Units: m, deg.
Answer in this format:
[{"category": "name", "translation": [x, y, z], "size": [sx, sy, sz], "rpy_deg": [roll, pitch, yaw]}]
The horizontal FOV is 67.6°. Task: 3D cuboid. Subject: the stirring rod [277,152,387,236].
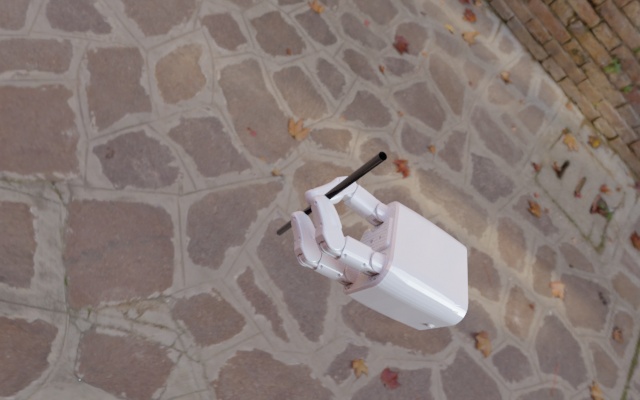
[{"category": "stirring rod", "translation": [0.000, 0.002, 0.495], "size": [0.011, 0.011, 0.239], "rpy_deg": [0, -19, -27]}]
